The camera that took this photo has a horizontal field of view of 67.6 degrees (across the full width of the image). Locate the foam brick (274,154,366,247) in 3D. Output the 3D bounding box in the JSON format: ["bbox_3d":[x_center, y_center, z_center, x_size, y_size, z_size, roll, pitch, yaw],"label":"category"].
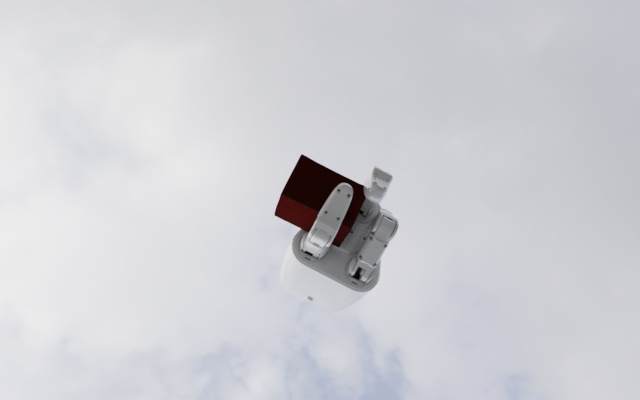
[{"bbox_3d":[0.000,0.001,0.482,0.078,0.053,0.051,27,-29,0],"label":"foam brick"}]
